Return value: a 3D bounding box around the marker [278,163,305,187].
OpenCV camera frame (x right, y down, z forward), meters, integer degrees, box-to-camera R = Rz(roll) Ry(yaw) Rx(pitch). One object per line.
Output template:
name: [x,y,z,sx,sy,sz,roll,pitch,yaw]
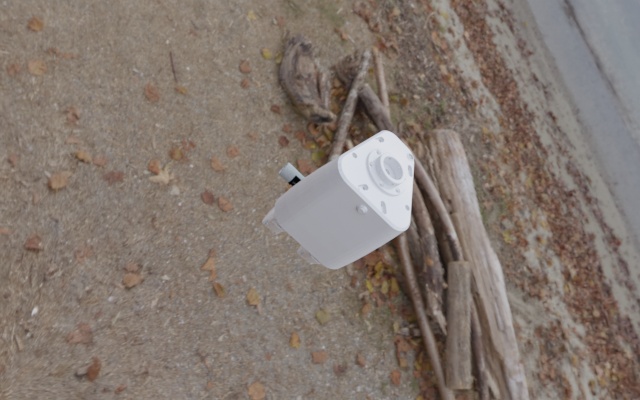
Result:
marker: [0.000,0.002,0.572,0.121,0.020,0.020,43,-11,-12]
